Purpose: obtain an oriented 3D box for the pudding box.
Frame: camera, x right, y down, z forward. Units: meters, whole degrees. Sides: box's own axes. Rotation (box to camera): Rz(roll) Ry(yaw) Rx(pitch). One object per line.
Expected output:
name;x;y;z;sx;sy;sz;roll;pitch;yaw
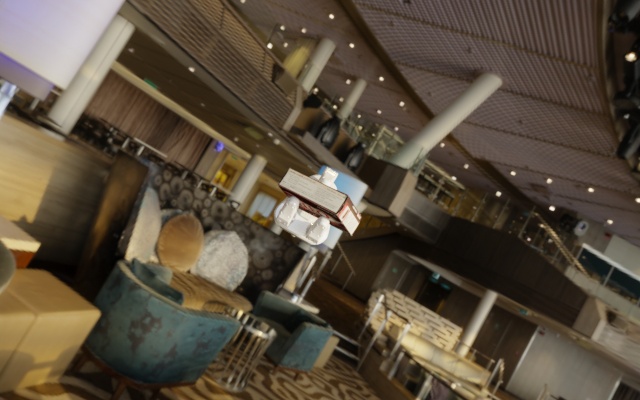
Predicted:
pudding box;0.000;0.002;0.729;0.113;0.039;0.090;24;-13;26
